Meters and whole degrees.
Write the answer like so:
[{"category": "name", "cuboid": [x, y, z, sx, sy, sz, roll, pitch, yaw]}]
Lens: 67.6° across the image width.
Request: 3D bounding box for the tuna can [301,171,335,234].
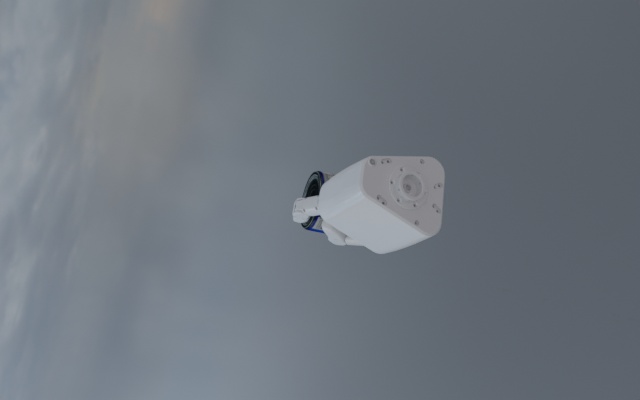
[{"category": "tuna can", "cuboid": [0.000, 0.002, 0.672, 0.034, 0.086, 0.086, 12, -4, -18]}]
